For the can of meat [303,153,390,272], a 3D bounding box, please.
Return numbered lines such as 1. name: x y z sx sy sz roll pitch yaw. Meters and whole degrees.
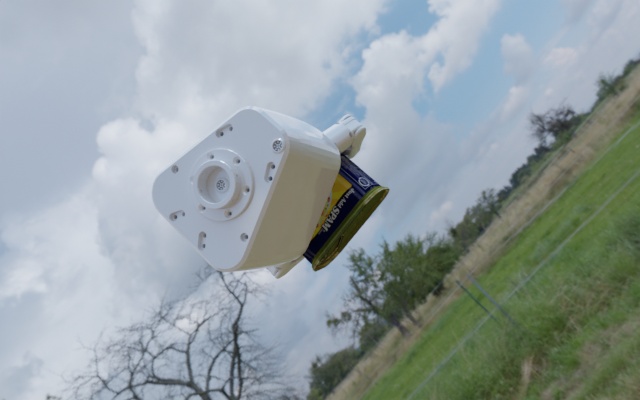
1. can of meat: 0.000 0.001 0.457 0.084 0.102 0.057 42 17 15
